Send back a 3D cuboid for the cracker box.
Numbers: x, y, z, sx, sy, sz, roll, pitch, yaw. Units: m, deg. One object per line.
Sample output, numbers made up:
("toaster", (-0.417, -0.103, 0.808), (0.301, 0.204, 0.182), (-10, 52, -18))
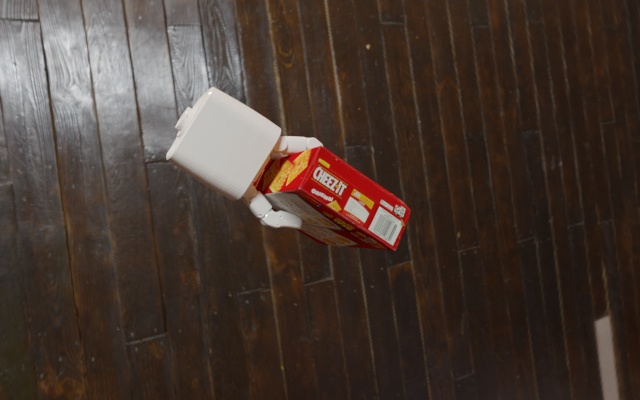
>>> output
("cracker box", (0.000, 0.002, 0.691), (0.164, 0.072, 0.213), (33, -16, -23))
